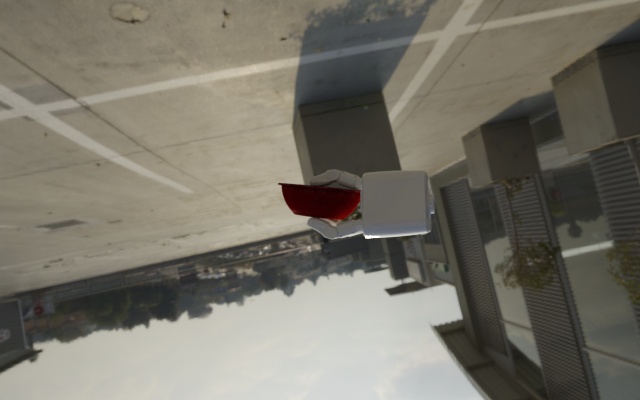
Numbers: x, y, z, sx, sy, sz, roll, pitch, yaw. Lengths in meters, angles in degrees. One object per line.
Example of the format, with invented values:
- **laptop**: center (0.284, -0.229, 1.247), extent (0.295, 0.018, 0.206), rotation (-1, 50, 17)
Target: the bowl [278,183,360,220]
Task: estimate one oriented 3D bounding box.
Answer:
- **bowl**: center (-0.001, 0.003, 0.865), extent (0.162, 0.055, 0.162), rotation (6, 1, 0)
